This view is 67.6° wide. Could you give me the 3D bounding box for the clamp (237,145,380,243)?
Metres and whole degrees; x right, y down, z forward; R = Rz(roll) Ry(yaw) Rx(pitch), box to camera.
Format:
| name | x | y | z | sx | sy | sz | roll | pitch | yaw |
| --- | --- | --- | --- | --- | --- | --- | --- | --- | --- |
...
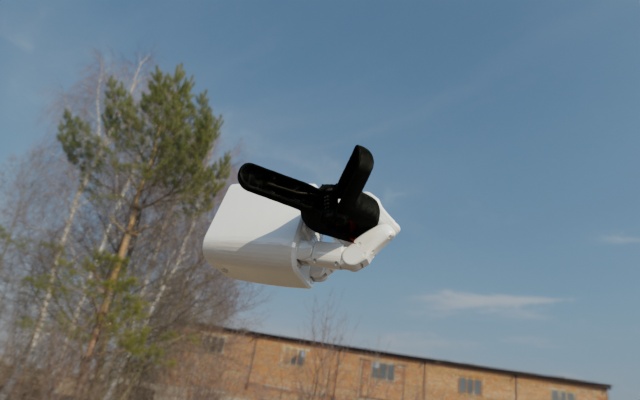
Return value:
| name | x | y | z | sx | sy | sz | roll | pitch | yaw |
| --- | --- | --- | --- | --- | --- | --- | --- | --- | --- |
| clamp | 0.000 | 0.001 | 0.457 | 0.120 | 0.039 | 0.172 | 3 | -26 | 16 |
